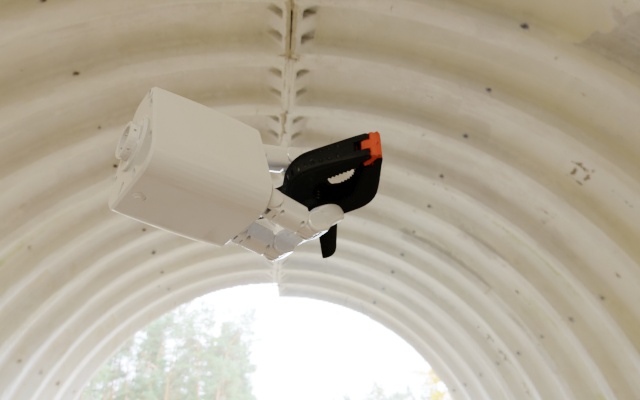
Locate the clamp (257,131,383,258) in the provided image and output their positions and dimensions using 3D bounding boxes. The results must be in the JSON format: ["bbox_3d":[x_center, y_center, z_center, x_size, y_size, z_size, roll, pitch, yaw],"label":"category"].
[{"bbox_3d":[0.000,0.001,0.497,0.164,0.036,0.210,22,-40,-34],"label":"clamp"}]
